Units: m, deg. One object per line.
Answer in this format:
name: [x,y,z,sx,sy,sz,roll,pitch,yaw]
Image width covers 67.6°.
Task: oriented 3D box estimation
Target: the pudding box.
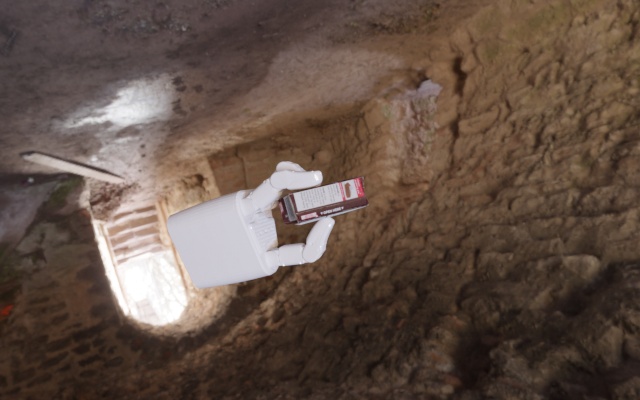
pudding box: [0.000,0.002,0.590,0.090,0.039,0.113,-15,1,-12]
